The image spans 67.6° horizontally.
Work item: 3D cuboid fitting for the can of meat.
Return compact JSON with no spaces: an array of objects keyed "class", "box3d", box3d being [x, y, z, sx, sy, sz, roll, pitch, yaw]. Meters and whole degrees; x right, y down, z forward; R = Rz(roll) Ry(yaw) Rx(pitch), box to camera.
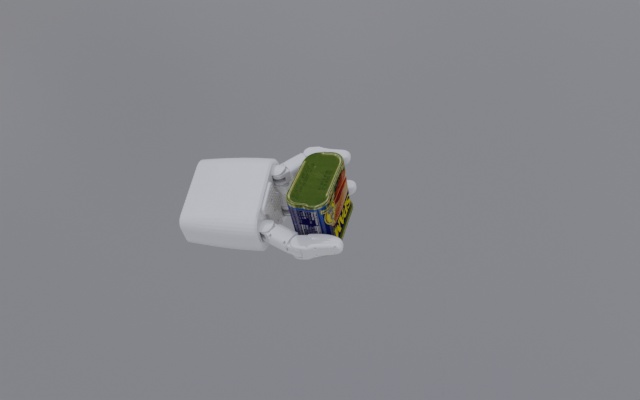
[{"class":"can of meat","box3d":[0.000,0.002,0.585,0.057,0.084,0.102,6,46,18]}]
